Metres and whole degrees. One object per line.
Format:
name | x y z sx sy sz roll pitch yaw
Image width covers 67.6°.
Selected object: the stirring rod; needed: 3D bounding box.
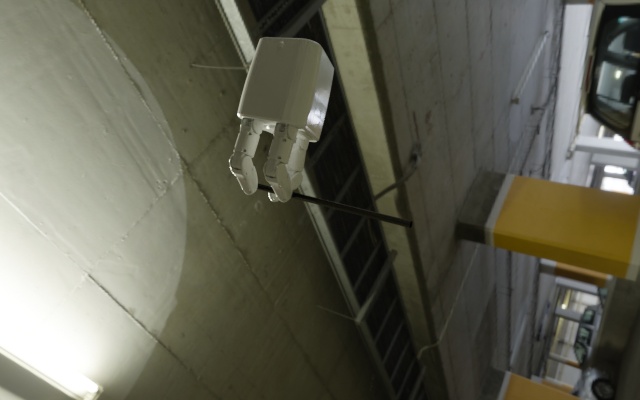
stirring rod | 0.000 0.002 0.590 0.239 0.011 0.011 14 7 31
